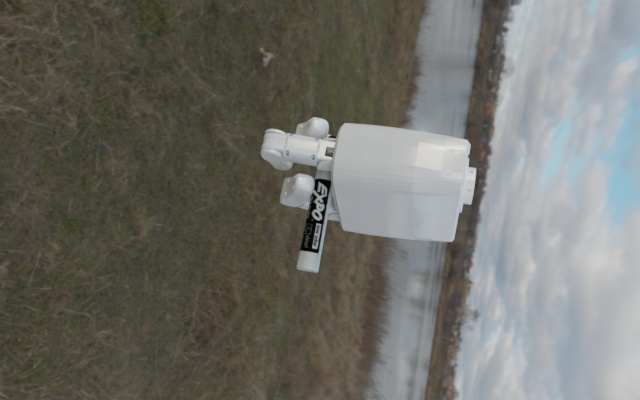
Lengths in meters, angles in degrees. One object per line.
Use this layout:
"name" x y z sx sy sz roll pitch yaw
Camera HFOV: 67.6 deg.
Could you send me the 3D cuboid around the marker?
"marker" 0.000 0.001 0.415 0.020 0.121 0.020 11 -13 2
